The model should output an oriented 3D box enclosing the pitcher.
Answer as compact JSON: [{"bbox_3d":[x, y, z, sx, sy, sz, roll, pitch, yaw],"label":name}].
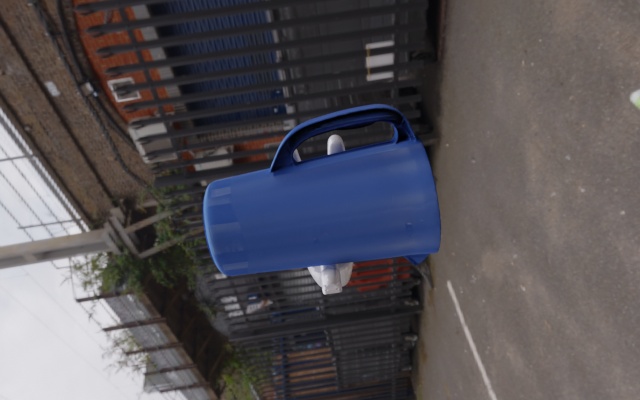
[{"bbox_3d":[0.000,0.002,0.526,0.243,0.149,0.145,-10,-24,1],"label":"pitcher"}]
